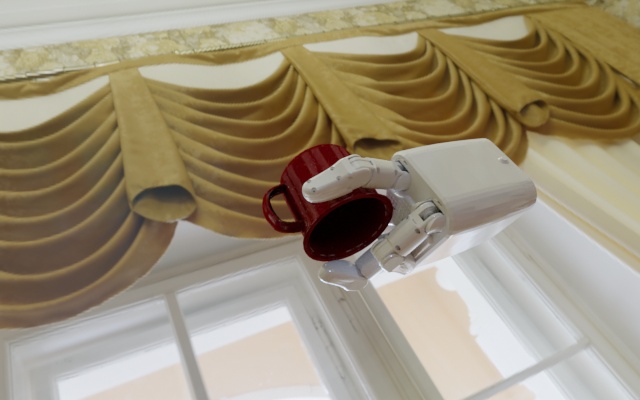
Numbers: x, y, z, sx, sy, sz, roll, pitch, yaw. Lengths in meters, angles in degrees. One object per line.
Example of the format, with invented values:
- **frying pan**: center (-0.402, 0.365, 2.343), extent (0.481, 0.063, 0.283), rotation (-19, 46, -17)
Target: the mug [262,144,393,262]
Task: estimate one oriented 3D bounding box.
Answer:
- **mug**: center (-0.001, 0.002, 0.462), extent (0.117, 0.081, 0.093), rotation (-12, -40, -23)
